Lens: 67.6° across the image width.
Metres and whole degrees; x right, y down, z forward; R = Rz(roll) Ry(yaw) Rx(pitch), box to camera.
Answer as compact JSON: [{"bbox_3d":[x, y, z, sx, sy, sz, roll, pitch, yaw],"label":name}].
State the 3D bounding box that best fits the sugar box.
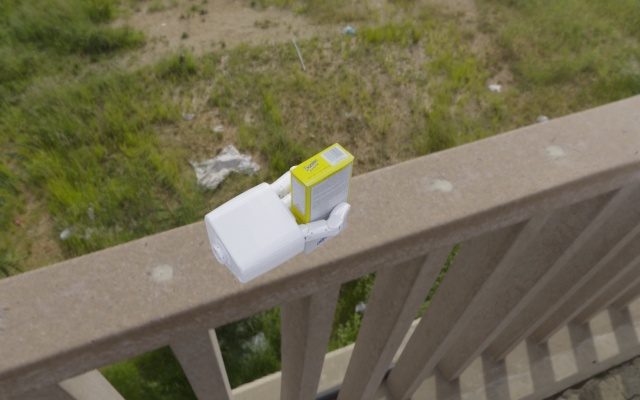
[{"bbox_3d":[0.000,0.002,0.748,0.093,0.048,0.176,-32,-29,-26],"label":"sugar box"}]
